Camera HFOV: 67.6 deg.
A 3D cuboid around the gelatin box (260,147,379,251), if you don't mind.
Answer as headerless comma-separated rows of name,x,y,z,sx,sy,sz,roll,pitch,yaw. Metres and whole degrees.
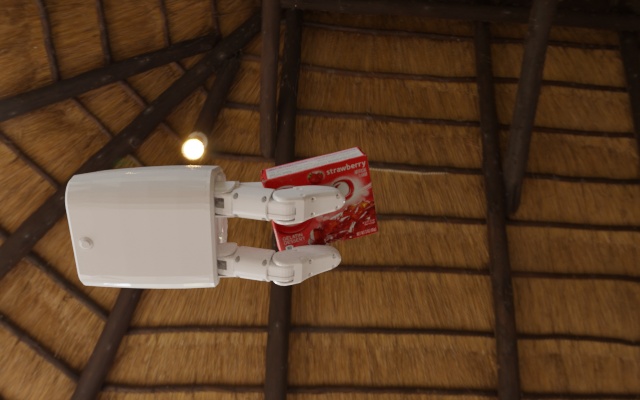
gelatin box,0.000,0.001,0.406,0.089,0.073,0.030,-14,24,-6
